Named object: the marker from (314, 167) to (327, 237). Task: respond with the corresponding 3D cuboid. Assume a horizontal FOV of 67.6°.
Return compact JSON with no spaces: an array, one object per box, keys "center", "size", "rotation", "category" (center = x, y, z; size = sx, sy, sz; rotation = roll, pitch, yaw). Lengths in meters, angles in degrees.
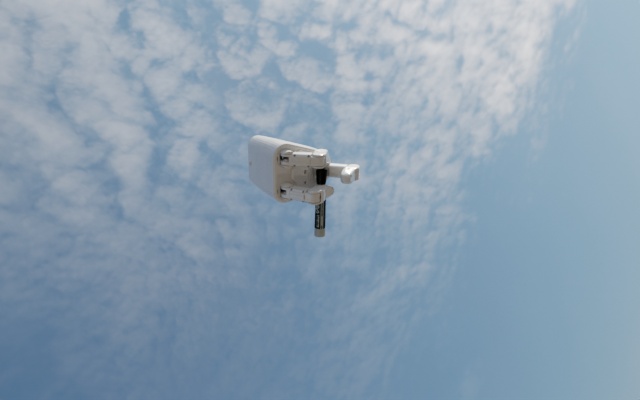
[{"center":[0.000,0.003,0.797],"size":[0.020,0.121,0.020],"rotation":[1,19,0],"category":"marker"}]
